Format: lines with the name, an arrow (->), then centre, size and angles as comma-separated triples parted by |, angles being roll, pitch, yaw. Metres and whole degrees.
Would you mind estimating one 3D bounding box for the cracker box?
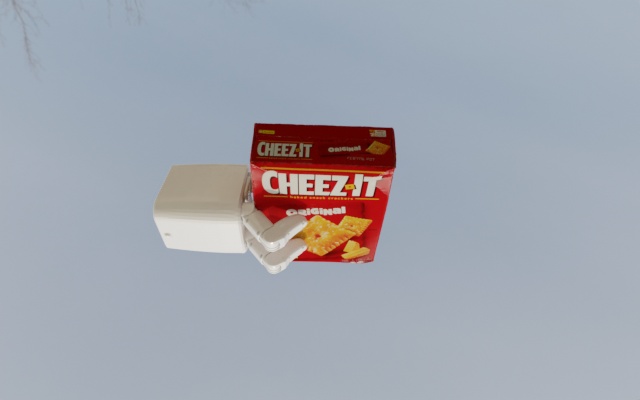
cracker box -> 0.000, 0.002, 0.617 | 0.164, 0.072, 0.214 | 1, -37, -1
